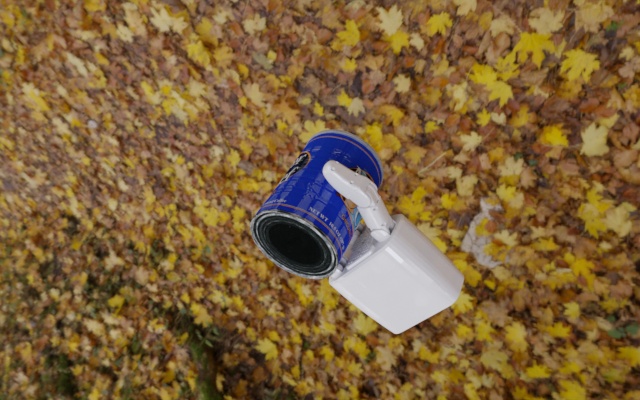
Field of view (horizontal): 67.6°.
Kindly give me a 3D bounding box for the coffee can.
[{"bbox_3d":[0.000,0.002,0.538,0.103,0.103,0.140,0,42,34],"label":"coffee can"}]
